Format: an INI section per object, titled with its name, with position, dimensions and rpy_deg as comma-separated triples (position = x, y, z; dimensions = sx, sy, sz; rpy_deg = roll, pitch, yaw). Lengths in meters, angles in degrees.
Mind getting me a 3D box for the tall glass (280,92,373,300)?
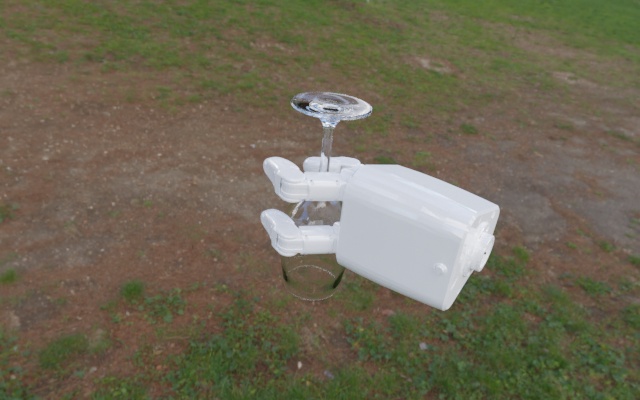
[tall glass]
position = 0.000, 0.001, 0.472
dimensions = 0.079, 0.201, 0.079
rpy_deg = 5, 28, -3
